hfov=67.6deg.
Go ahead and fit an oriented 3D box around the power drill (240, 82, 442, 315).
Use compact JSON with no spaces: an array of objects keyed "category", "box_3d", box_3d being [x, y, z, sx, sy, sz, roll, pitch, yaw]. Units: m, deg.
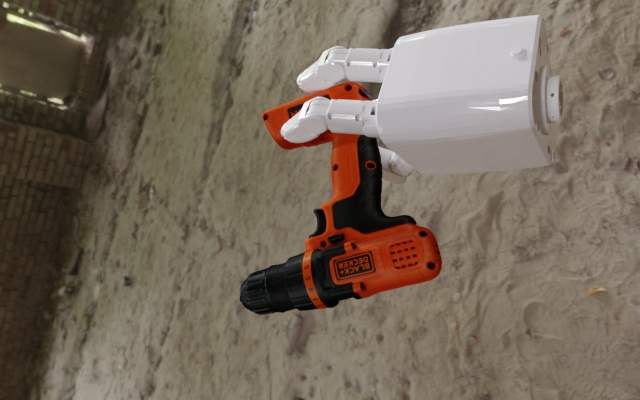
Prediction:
[{"category":"power drill","box_3d":[0.000,0.001,0.433,0.184,0.187,0.057,-16,-15,17]}]
